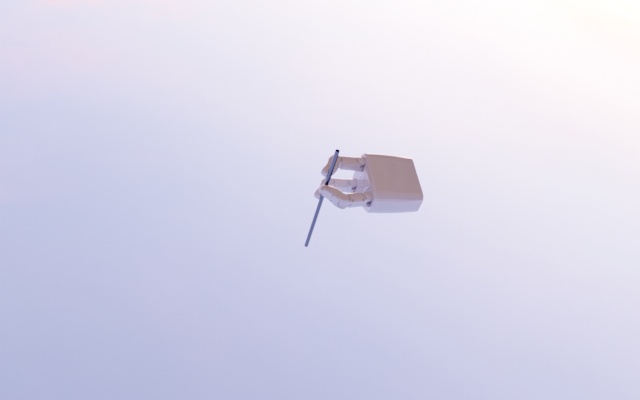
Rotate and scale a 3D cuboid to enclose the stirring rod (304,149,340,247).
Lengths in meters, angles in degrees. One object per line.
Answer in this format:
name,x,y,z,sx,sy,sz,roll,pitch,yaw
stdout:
stirring rod,0.000,0.003,0.900,0.011,0.240,0.011,11,39,-9
